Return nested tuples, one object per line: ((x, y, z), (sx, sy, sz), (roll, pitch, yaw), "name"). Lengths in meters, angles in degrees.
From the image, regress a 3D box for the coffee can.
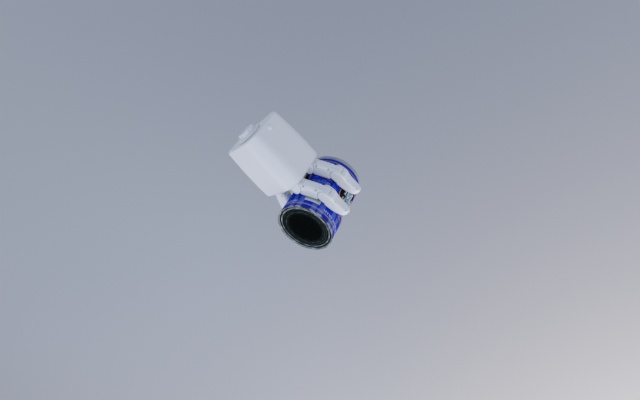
((0.000, 0.003, 0.855), (0.103, 0.103, 0.140), (0, 41, 31), "coffee can")
